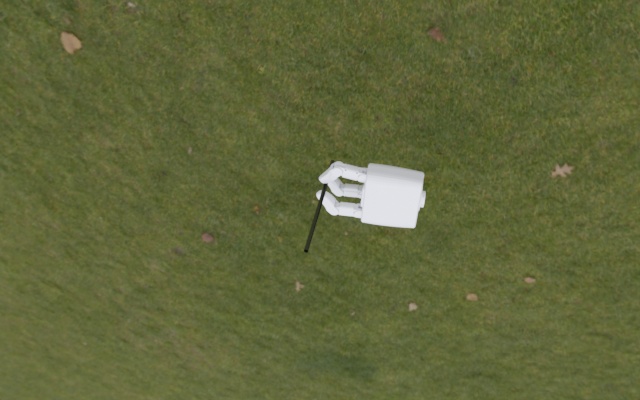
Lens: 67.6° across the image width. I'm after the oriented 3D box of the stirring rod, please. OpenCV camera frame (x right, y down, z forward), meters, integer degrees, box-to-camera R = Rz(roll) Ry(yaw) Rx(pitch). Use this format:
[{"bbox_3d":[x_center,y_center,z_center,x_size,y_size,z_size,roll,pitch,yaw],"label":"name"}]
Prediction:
[{"bbox_3d":[0.000,0.003,0.899,0.011,0.011,0.239,0,44,17],"label":"stirring rod"}]
